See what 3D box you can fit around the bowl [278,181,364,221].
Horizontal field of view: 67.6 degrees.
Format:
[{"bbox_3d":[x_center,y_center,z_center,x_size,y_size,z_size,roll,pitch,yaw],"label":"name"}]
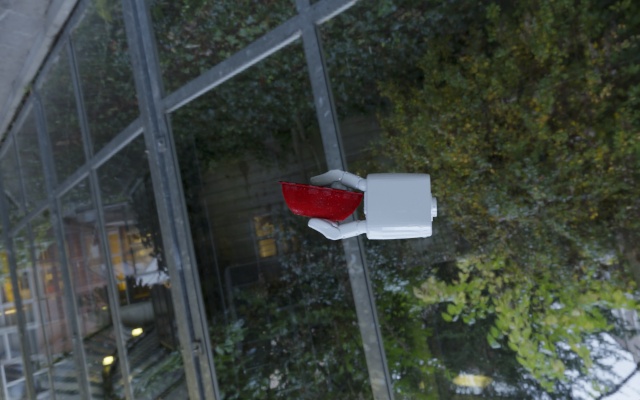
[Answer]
[{"bbox_3d":[-0.001,0.003,0.859,0.162,0.055,0.162,9,1,0],"label":"bowl"}]
